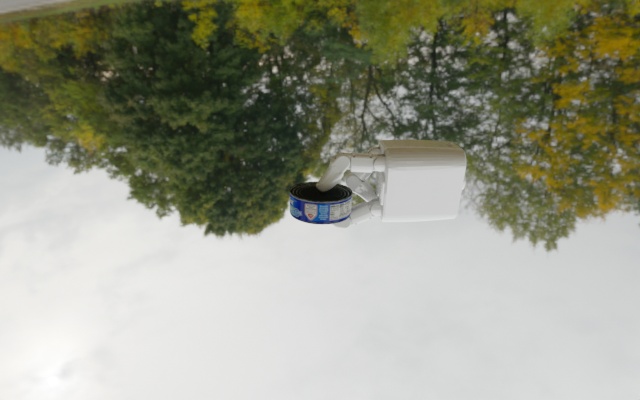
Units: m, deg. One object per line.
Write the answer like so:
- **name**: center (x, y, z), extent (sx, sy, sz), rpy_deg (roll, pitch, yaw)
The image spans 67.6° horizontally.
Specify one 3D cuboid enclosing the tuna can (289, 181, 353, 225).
- **tuna can**: center (0.000, 0.003, 0.650), extent (0.086, 0.034, 0.086), rpy_deg (2, 19, -1)
